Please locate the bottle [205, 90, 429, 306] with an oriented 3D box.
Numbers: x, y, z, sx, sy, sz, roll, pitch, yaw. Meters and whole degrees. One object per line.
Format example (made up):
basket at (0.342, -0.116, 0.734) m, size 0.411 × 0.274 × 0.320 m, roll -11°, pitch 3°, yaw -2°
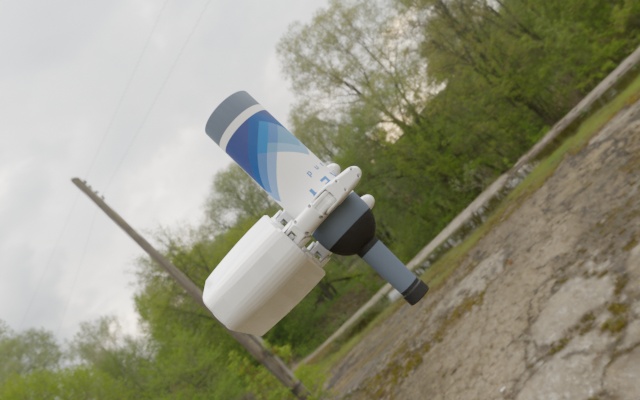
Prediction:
bottle at (0.000, 0.001, 0.523) m, size 0.295 × 0.069 × 0.069 m, roll 43°, pitch 6°, yaw 6°
